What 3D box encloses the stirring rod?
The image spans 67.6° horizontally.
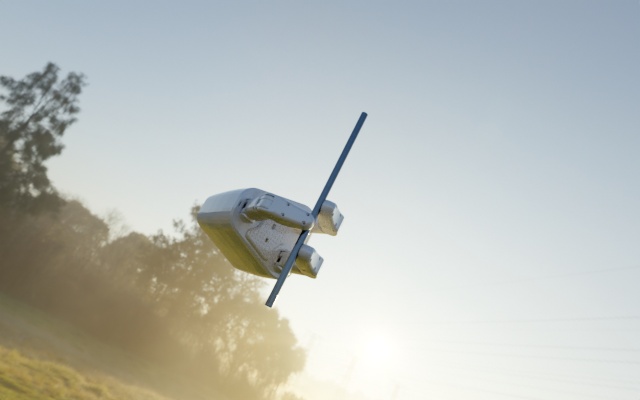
[{"bbox_3d":[0.000,0.002,0.503,0.011,0.239,0.011,23,-21,9],"label":"stirring rod"}]
